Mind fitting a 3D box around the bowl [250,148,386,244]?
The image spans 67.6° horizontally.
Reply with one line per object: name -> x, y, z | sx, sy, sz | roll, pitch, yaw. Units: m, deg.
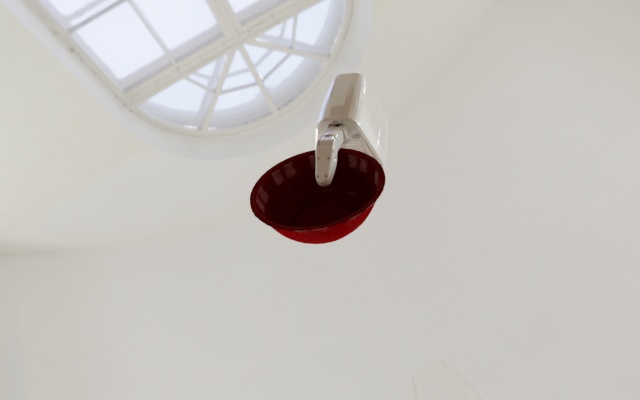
bowl -> 0.000, 0.003, 0.573 | 0.162, 0.055, 0.162 | -9, 36, 6
